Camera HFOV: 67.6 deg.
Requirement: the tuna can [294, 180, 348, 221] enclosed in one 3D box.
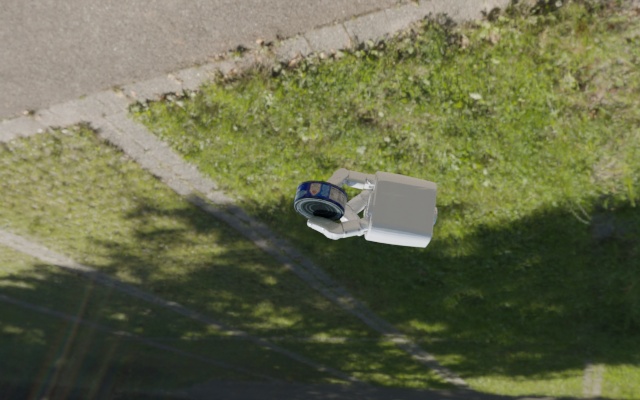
[{"bbox_3d":[0.000,0.003,0.785,0.086,0.033,0.086,9,-27,5],"label":"tuna can"}]
